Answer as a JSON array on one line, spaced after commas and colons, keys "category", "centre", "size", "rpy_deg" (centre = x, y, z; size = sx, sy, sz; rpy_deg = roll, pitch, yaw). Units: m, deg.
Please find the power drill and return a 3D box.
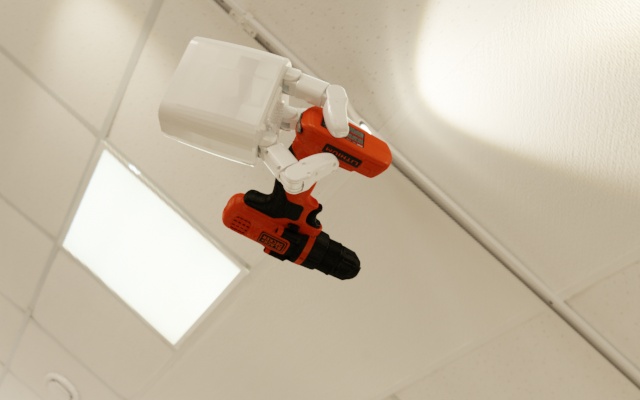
[{"category": "power drill", "centre": [0.000, 0.001, 0.546], "size": [0.184, 0.188, 0.057], "rpy_deg": [26, 32, -13]}]
